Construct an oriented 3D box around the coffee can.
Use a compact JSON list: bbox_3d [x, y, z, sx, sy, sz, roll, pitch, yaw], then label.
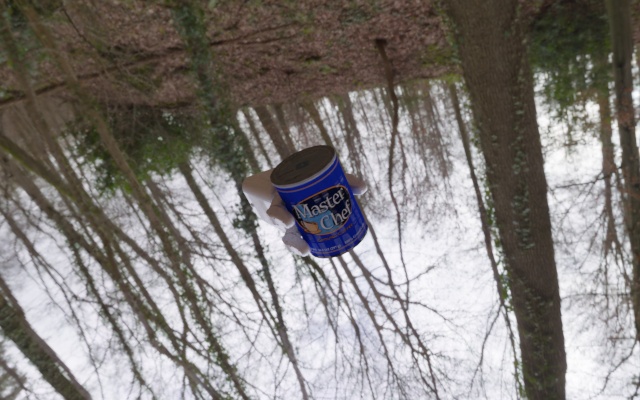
[{"bbox_3d":[0.000,0.002,0.722,0.103,0.140,0.102,-20,28,11],"label":"coffee can"}]
